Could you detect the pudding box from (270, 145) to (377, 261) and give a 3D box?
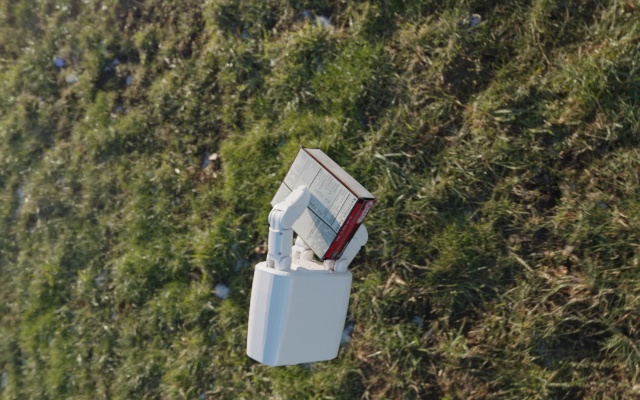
[{"bbox_3d":[0.000,0.002,0.564,0.113,0.090,0.039,44,24,31],"label":"pudding box"}]
